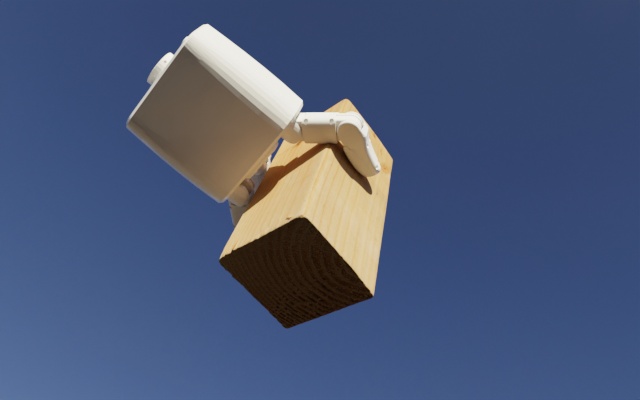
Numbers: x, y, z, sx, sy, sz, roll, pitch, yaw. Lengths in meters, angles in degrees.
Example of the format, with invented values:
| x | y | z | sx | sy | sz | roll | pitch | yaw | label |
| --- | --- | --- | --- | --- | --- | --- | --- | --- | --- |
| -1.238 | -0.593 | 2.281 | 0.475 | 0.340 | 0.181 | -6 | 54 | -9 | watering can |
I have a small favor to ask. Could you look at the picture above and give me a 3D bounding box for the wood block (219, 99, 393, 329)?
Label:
| x | y | z | sx | sy | sz | roll | pitch | yaw | label |
| --- | --- | --- | --- | --- | --- | --- | --- | --- | --- |
| 0.000 | 0.001 | 0.442 | 0.091 | 0.090 | 0.206 | -28 | 24 | 28 | wood block |
